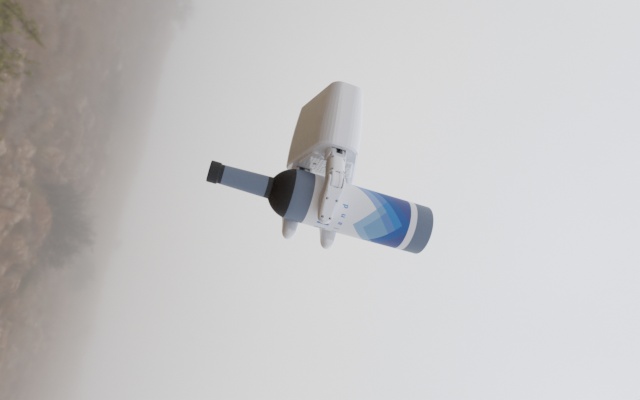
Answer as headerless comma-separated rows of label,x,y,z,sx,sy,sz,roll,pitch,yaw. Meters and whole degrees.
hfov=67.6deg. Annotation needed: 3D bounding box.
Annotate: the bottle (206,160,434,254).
bottle,0.000,0.002,0.623,0.296,0.069,0.069,16,-4,-12
